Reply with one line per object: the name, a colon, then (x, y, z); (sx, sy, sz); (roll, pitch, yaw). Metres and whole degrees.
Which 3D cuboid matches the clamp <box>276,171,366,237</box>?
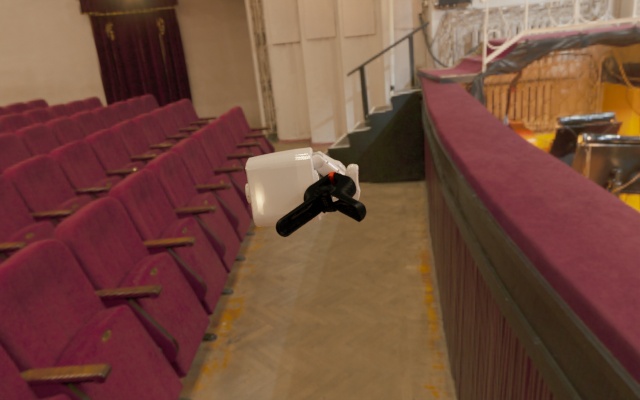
clamp: (0.000, 0.002, 0.674); (0.120, 0.039, 0.171); (-10, 17, 4)
